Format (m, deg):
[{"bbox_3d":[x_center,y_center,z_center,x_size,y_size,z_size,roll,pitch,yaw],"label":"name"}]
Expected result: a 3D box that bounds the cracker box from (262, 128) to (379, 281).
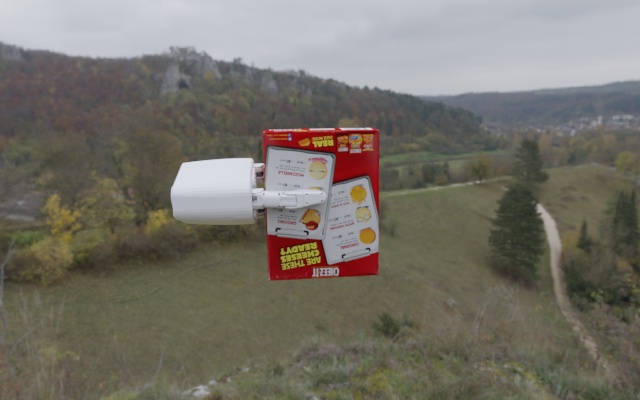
[{"bbox_3d":[0.000,0.002,0.702,0.164,0.214,0.072,-2,11,-5],"label":"cracker box"}]
